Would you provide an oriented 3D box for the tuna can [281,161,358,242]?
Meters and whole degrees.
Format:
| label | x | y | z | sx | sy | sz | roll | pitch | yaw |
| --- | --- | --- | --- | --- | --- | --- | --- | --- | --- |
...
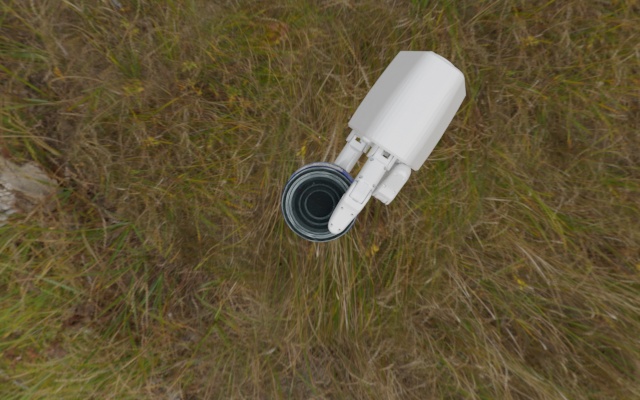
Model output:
| label | x | y | z | sx | sy | sz | roll | pitch | yaw |
| --- | --- | --- | --- | --- | --- | --- | --- | --- | --- |
| tuna can | 0.000 | 0.002 | 0.524 | 0.086 | 0.086 | 0.033 | 0 | 12 | 3 |
